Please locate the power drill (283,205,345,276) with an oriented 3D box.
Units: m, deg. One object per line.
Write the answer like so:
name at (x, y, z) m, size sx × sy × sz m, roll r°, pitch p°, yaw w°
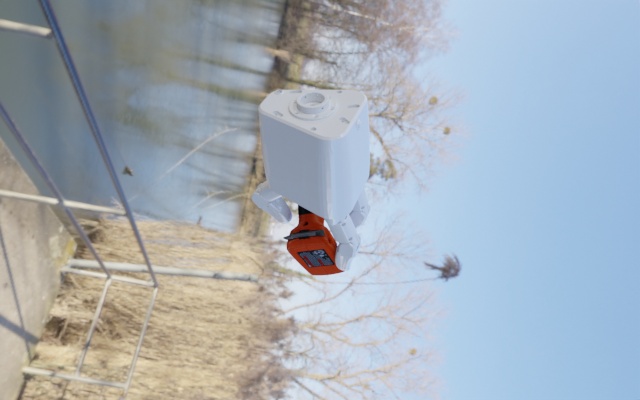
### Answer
power drill at (0.000, 0.002, 0.650) m, size 0.057 × 0.187 × 0.184 m, roll -11°, pitch -31°, yaw 16°
